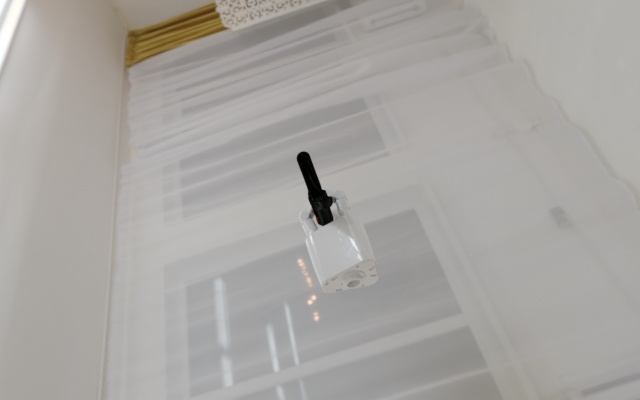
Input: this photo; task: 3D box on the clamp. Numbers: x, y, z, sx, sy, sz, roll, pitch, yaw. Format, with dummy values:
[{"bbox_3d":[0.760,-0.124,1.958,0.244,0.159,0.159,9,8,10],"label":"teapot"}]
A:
[{"bbox_3d":[0.000,0.003,0.870,0.039,0.120,0.172,-20,-39,-1],"label":"clamp"}]
